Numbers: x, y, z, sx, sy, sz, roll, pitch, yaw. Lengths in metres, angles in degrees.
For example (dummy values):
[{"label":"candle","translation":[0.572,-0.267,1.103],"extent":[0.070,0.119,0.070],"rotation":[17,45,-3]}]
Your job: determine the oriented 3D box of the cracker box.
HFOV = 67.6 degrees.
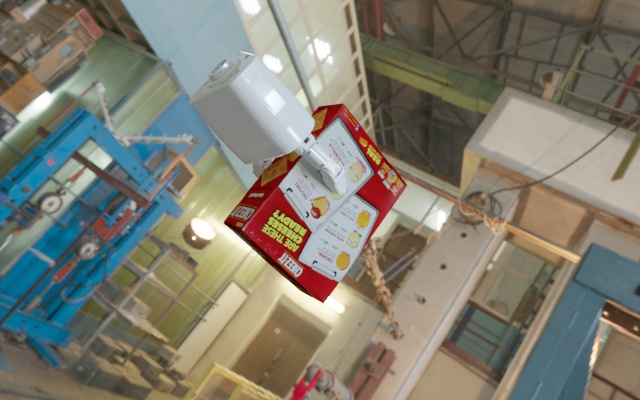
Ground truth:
[{"label":"cracker box","translation":[0.000,0.002,0.649],"extent":[0.164,0.213,0.072],"rotation":[47,-19,-28]}]
